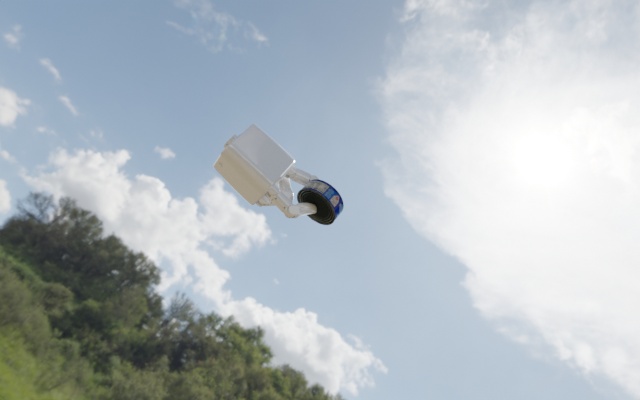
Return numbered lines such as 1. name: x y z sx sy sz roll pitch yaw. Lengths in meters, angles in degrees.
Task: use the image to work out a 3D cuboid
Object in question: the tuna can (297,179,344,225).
1. tuna can: 0.001 0.003 0.889 0.086 0.086 0.033 0 38 46
